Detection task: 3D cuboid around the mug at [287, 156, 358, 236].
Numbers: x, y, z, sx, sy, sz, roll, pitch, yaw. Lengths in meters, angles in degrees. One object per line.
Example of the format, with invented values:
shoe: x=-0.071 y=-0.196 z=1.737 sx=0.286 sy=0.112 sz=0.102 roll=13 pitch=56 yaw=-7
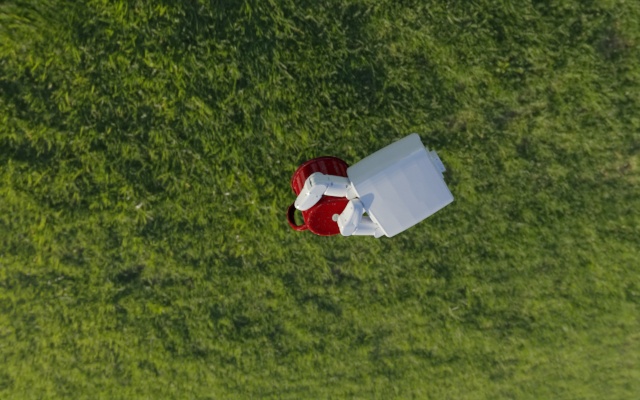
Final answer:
mug: x=-0.001 y=0.003 z=0.697 sx=0.117 sy=0.081 sz=0.093 roll=-31 pitch=-43 yaw=15
